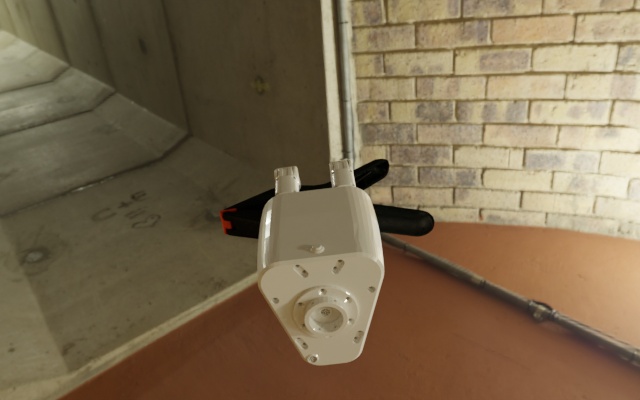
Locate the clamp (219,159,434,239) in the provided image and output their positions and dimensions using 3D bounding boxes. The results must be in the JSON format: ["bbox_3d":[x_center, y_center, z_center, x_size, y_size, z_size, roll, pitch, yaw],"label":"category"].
[{"bbox_3d":[0.000,0.003,0.516,0.210,0.036,0.164,-7,25,1],"label":"clamp"}]
